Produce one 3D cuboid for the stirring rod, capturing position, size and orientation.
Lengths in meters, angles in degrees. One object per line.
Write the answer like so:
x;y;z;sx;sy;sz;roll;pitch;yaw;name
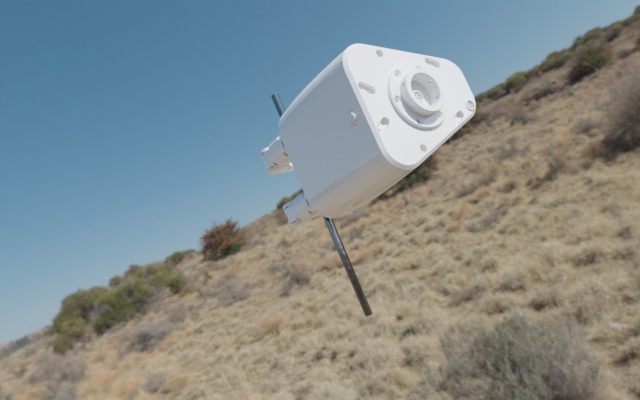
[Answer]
0.000;0.002;0.477;0.011;0.239;0.011;-23;-7;-3;stirring rod
